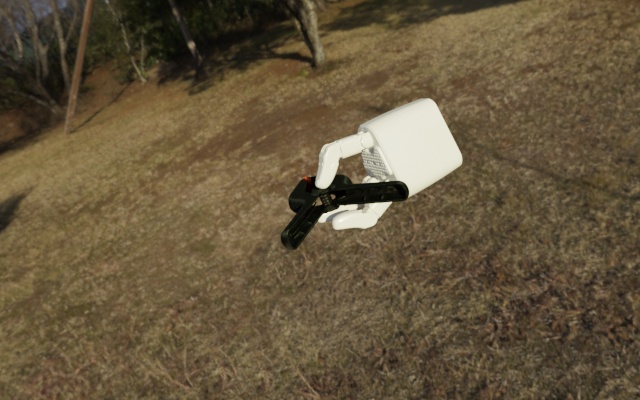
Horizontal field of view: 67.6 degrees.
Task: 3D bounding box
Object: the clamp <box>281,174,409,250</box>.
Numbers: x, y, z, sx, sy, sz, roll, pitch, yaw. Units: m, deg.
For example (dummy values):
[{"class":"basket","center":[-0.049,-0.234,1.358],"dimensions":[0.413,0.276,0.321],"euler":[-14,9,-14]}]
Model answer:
[{"class":"clamp","center":[0.000,0.001,0.642],"dimensions":[0.164,0.036,0.210],"euler":[-25,18,-16]}]
